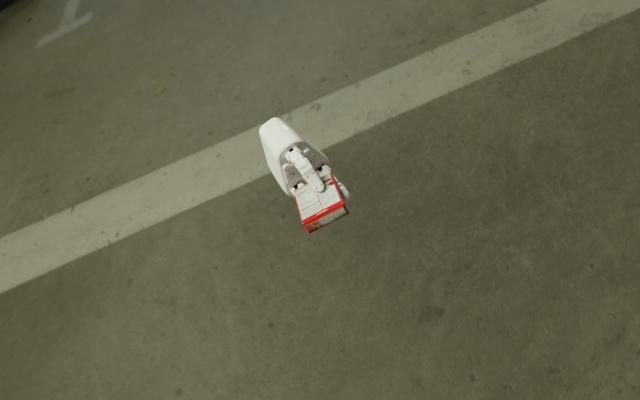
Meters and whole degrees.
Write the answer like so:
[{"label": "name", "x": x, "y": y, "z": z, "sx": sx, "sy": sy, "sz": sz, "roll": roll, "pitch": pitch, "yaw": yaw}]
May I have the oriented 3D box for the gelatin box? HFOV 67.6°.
[{"label": "gelatin box", "x": 0.000, "y": 0.002, "z": 0.778, "sx": 0.073, "sy": 0.030, "sz": 0.089, "roll": -27, "pitch": 40, "yaw": 7}]
